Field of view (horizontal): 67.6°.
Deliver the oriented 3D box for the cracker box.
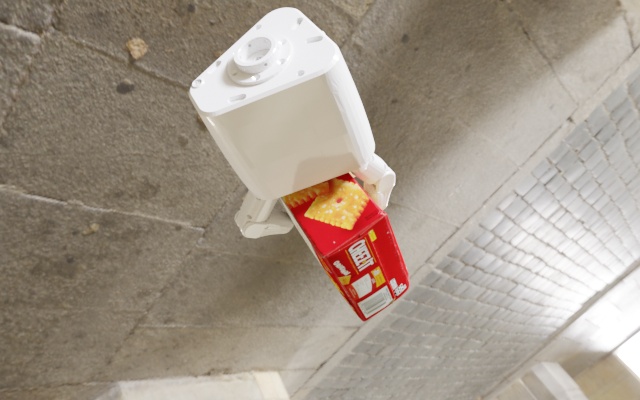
[{"bbox_3d":[0.000,0.002,0.504,0.072,0.213,0.164,-33,-37,-4],"label":"cracker box"}]
